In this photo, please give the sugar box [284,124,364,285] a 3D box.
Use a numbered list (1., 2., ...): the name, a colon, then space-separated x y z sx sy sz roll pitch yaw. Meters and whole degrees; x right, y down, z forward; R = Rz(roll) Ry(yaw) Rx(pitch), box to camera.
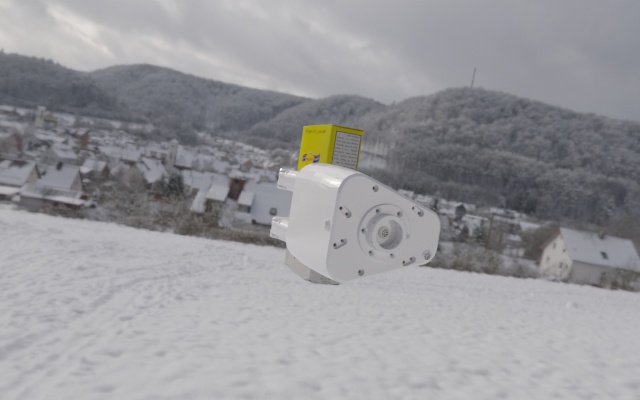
1. sugar box: 0.000 0.002 0.562 0.048 0.176 0.093 9 3 -23
